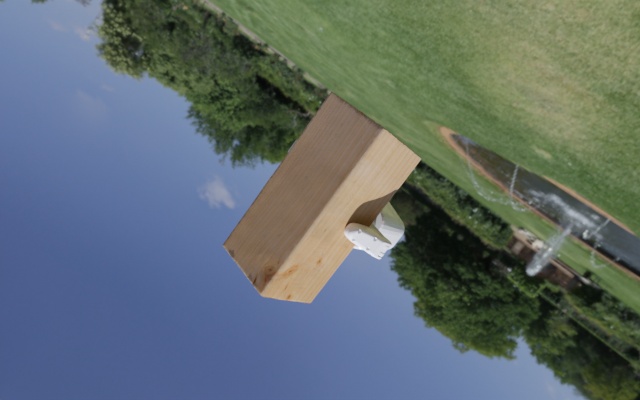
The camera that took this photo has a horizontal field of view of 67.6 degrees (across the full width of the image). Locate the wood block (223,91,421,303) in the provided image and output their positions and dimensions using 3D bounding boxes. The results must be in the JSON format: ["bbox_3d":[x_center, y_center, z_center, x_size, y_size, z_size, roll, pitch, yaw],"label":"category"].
[{"bbox_3d":[0.000,0.002,0.521,0.090,0.206,0.090,43,11,37],"label":"wood block"}]
